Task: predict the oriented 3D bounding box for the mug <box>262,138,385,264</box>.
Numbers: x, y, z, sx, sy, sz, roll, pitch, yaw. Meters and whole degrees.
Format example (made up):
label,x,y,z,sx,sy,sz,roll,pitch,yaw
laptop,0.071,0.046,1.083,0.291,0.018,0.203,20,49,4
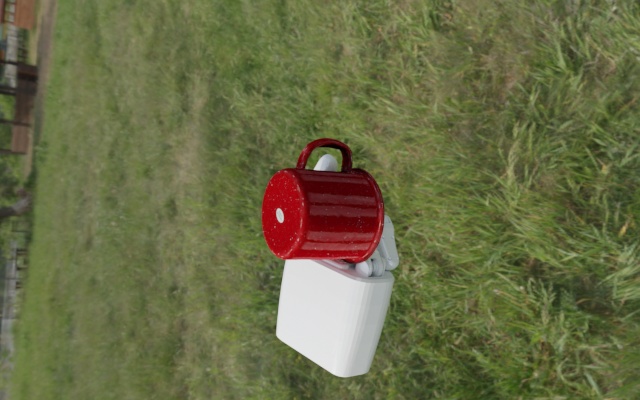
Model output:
label,x,y,z,sx,sy,sz,roll,pitch,yaw
mug,0.000,0.000,0.437,0.081,0.117,0.093,3,11,-33
